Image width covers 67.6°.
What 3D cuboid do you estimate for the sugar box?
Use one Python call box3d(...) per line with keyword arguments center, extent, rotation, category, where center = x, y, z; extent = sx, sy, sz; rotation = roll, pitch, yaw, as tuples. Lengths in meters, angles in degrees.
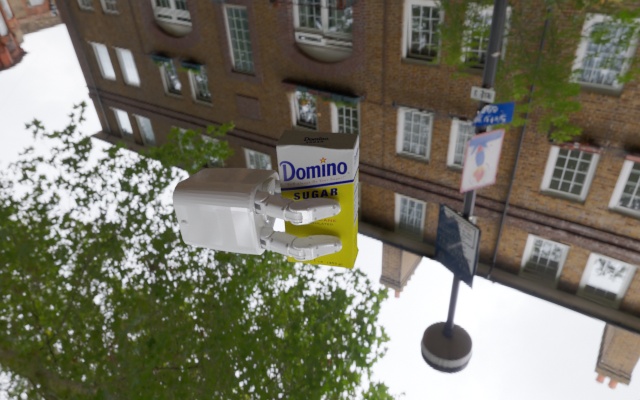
box3d(center=(0.000, 0.002, 0.595), extent=(0.093, 0.176, 0.048), rotation=(4, 36, 12), category="sugar box")
